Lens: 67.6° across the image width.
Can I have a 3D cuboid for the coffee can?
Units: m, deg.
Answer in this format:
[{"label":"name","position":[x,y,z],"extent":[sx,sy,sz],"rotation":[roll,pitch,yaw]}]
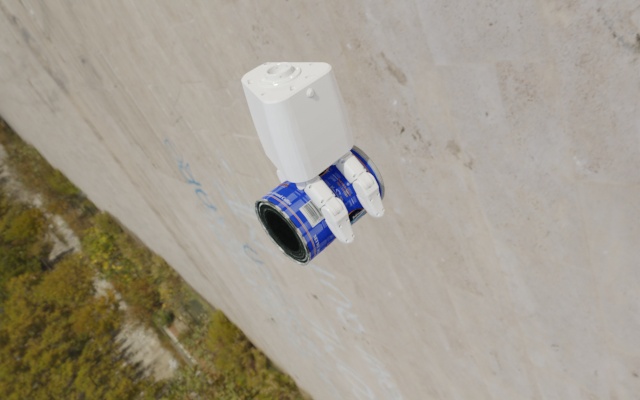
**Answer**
[{"label":"coffee can","position":[0.000,0.002,0.626],"extent":[0.140,0.103,0.103],"rotation":[-38,18,-25]}]
